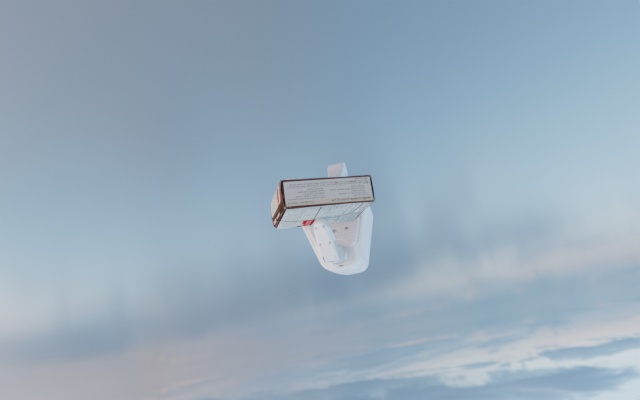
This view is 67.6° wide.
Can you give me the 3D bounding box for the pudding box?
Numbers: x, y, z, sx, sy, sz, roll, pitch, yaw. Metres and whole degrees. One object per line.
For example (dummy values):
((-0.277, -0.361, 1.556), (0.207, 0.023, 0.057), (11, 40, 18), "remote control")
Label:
((0.000, 0.002, 0.589), (0.113, 0.039, 0.090), (-6, -17, -15), "pudding box")
